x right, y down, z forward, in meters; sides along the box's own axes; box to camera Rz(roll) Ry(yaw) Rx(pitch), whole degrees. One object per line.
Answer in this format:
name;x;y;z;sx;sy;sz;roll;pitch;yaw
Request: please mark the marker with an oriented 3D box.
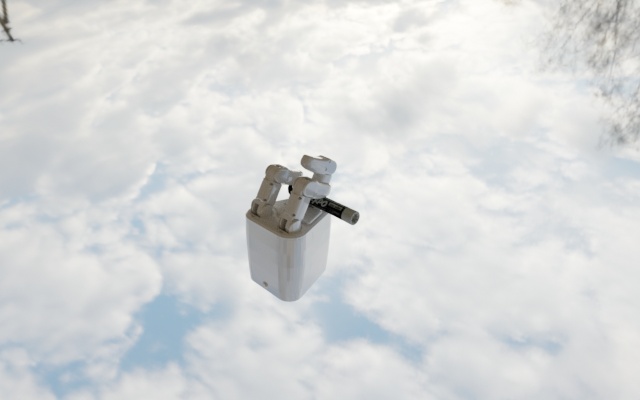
marker;0.000;0.002;0.626;0.121;0.020;0.020;25;16;38
